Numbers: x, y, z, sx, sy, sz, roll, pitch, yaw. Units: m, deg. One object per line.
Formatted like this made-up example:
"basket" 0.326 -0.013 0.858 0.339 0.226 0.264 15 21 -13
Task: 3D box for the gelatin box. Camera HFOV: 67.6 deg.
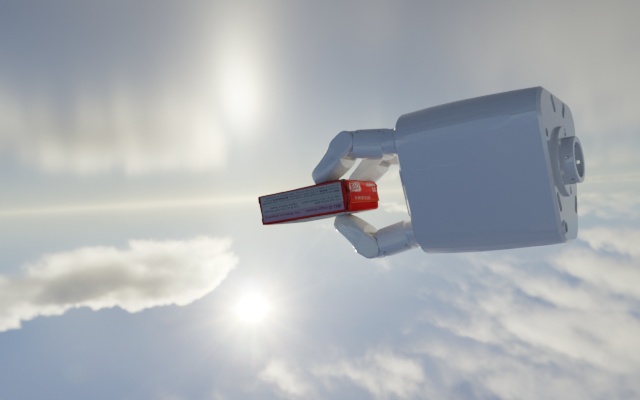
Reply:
"gelatin box" 0.000 0.002 0.439 0.089 0.030 0.073 -11 -5 27
